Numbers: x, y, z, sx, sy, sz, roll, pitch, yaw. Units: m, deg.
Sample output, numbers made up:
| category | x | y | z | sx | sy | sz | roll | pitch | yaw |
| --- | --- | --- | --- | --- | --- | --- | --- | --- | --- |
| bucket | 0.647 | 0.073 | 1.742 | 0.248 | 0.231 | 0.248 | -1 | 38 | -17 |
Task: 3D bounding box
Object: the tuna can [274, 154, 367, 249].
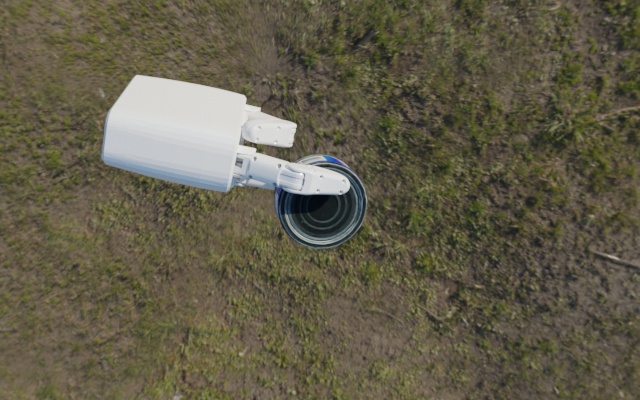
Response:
| category | x | y | z | sx | sy | sz | roll | pitch | yaw |
| --- | --- | --- | --- | --- | --- | --- | --- | --- | --- |
| tuna can | 0.000 | 0.002 | 0.451 | 0.086 | 0.086 | 0.033 | 0 | 16 | -12 |
